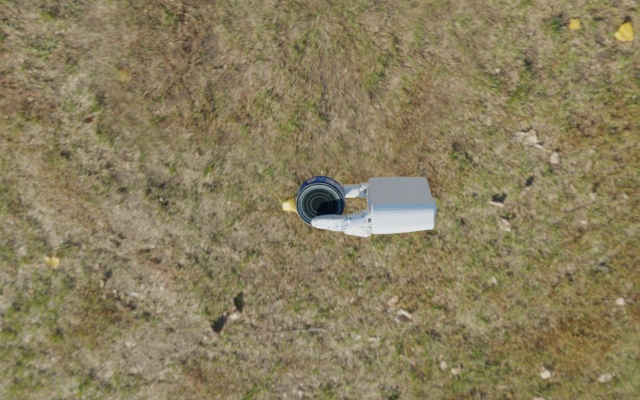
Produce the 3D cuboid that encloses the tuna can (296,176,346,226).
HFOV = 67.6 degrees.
[{"bbox_3d":[0.000,0.003,0.824,0.086,0.086,0.033,0,22,6],"label":"tuna can"}]
